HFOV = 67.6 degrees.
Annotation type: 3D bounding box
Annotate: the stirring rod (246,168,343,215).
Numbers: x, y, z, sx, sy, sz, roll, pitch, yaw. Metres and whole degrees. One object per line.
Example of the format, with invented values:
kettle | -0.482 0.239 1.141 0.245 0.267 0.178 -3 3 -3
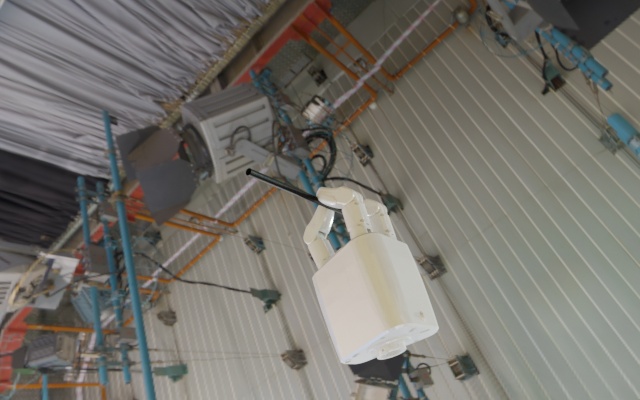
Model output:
stirring rod | 0.000 0.002 0.579 0.011 0.011 0.239 0 -15 40
